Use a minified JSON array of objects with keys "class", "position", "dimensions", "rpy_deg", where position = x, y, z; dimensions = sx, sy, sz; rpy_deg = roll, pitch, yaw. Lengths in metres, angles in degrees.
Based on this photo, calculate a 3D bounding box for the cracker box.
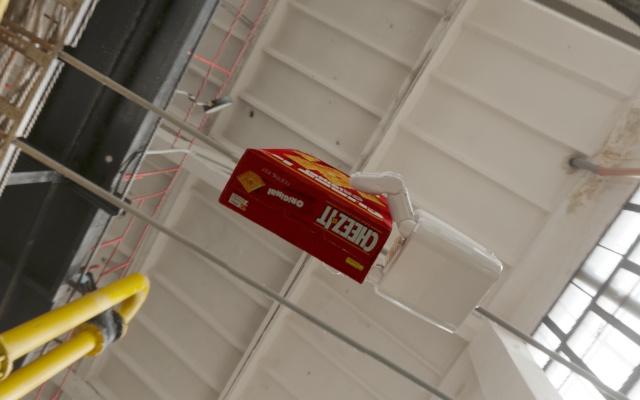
[{"class":"cracker box","position":[0.000,0.002,0.558],"dimensions":[0.164,0.072,0.213],"rpy_deg":[29,9,4]}]
